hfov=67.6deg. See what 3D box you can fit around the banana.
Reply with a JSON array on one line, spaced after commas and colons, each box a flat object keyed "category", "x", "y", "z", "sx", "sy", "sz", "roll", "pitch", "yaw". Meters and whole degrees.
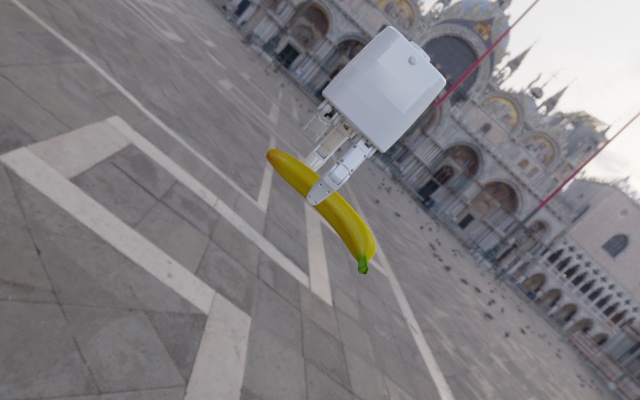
[{"category": "banana", "x": 0.009, "y": 0.006, "z": 0.597, "sx": 0.037, "sy": 0.197, "sz": 0.069, "roll": -45, "pitch": -19, "yaw": 11}]
